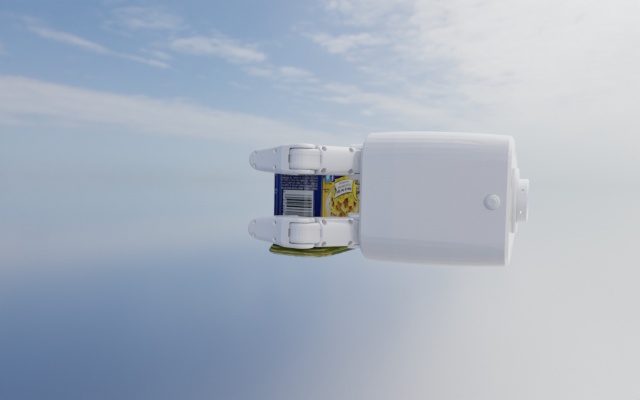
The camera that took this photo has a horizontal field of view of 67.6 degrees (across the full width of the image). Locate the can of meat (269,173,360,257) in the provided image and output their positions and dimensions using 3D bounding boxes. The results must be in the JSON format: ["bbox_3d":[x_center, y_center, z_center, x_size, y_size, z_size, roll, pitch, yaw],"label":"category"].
[{"bbox_3d":[0.000,0.001,0.423,0.057,0.084,0.102,3,3,28],"label":"can of meat"}]
